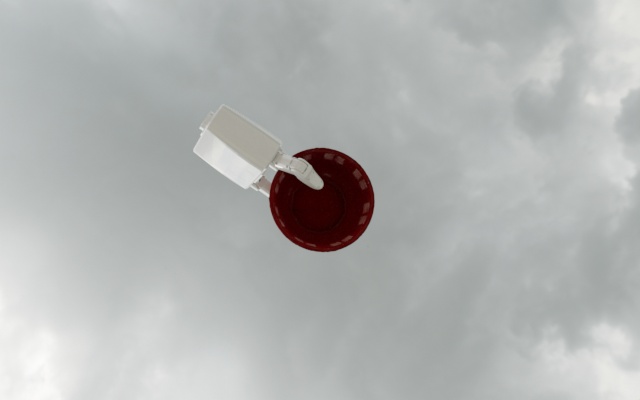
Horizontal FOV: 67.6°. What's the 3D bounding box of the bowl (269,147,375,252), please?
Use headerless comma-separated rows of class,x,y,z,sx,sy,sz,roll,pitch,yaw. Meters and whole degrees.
bowl,0.001,0.003,0.745,0.162,0.162,0.055,0,-12,-7
